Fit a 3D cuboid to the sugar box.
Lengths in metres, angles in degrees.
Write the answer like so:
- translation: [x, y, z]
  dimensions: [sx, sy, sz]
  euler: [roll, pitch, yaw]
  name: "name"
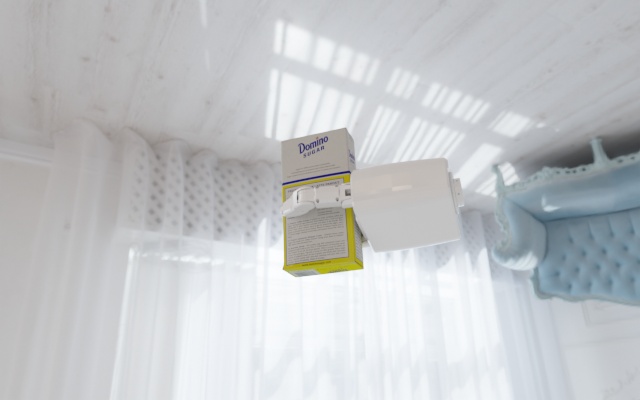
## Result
- translation: [0.000, 0.002, 0.597]
  dimensions: [0.093, 0.176, 0.048]
  euler: [-9, -25, 18]
  name: "sugar box"
